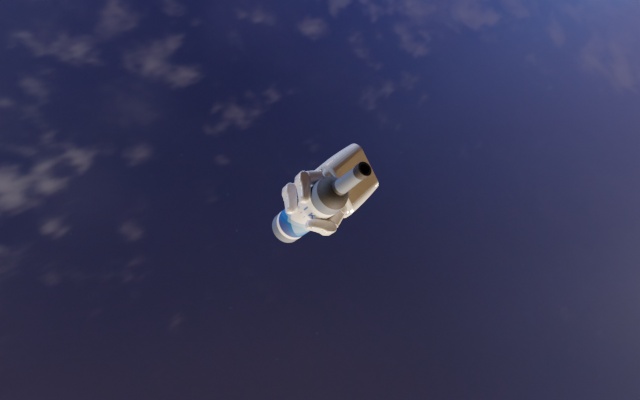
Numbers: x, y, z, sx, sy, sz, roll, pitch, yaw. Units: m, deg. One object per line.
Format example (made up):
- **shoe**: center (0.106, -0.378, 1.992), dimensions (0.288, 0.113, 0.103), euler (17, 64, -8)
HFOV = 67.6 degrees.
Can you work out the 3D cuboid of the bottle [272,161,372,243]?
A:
- **bottle**: center (0.000, 0.003, 0.898), dimensions (0.069, 0.069, 0.296), euler (0, -22, -32)
